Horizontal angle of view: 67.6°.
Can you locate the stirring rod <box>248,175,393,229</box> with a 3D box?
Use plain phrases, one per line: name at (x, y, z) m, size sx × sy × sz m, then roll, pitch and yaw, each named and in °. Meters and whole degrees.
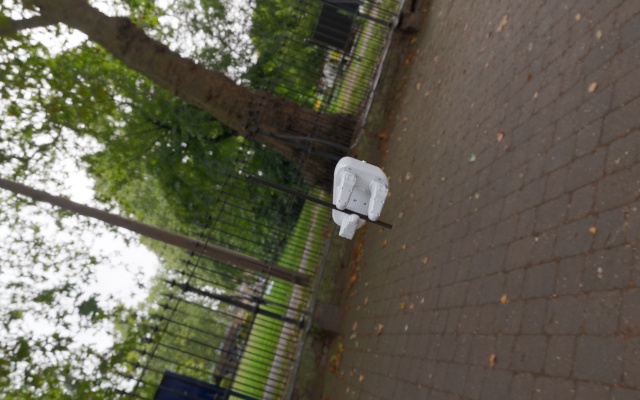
stirring rod at (0.000, 0.003, 0.756) m, size 0.239 × 0.011 × 0.011 m, roll 19°, pitch -1°, yaw -2°
